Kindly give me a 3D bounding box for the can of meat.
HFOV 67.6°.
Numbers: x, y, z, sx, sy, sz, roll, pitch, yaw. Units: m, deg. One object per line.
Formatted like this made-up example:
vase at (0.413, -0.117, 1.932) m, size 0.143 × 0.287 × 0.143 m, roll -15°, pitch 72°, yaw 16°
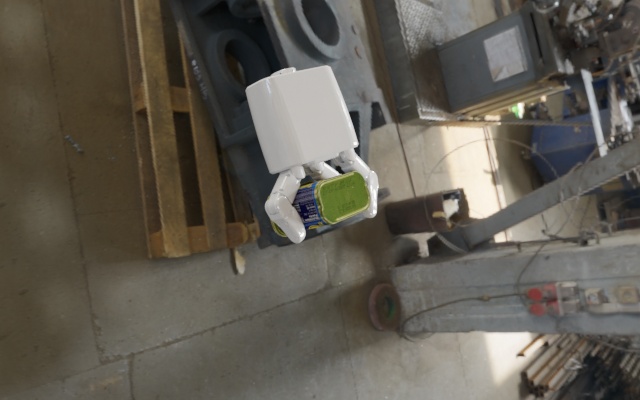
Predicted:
can of meat at (0.000, 0.002, 0.588) m, size 0.084 × 0.057 × 0.102 m, roll -14°, pitch 4°, yaw 42°
